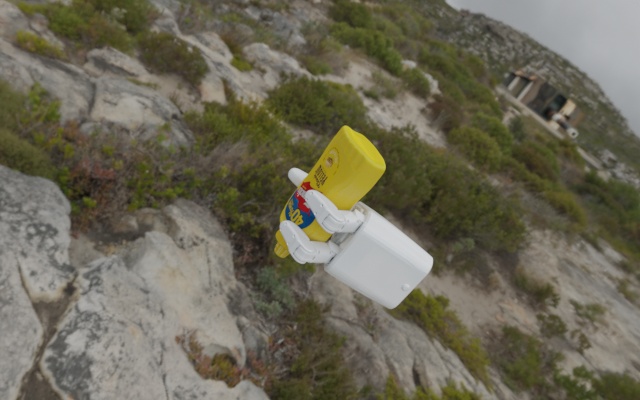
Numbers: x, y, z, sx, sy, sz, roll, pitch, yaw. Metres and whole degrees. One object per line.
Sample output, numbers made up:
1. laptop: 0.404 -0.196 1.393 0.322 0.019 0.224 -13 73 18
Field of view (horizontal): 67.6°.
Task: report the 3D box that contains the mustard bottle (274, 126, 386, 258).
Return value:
1. mustard bottle: 0.000 0.002 0.618 0.058 0.192 0.096 24 25 -32
